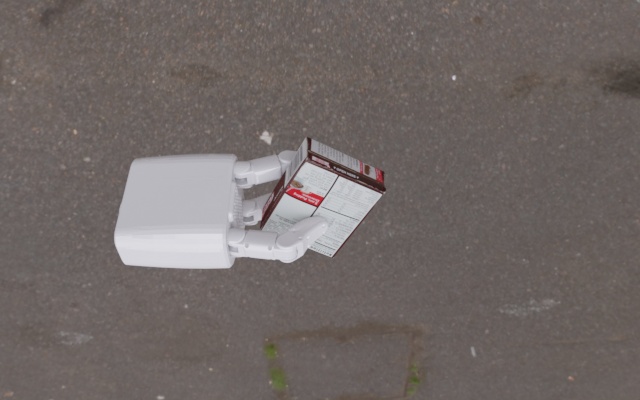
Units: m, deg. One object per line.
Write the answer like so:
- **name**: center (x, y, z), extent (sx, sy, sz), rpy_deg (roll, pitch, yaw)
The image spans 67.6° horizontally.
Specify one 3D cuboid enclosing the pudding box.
- **pudding box**: center (0.000, 0.002, 0.489), extent (0.090, 0.039, 0.113), rpy_deg (22, -50, -17)
